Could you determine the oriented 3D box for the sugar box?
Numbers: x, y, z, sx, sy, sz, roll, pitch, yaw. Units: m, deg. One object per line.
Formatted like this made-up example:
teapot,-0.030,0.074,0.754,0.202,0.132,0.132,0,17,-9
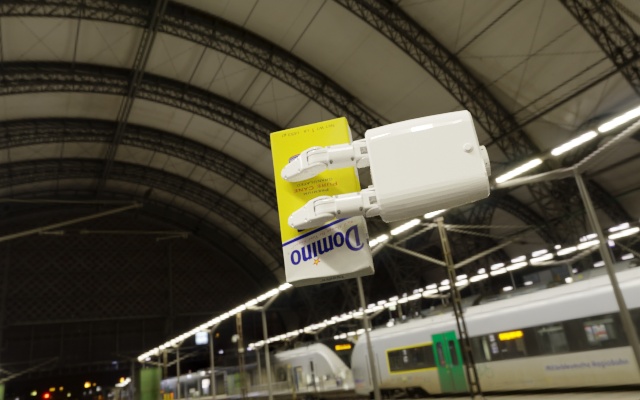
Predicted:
sugar box,0.000,0.001,0.537,0.093,0.176,0.048,-12,-20,10
